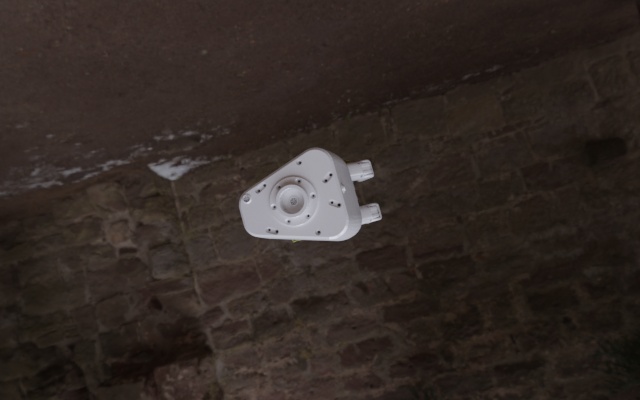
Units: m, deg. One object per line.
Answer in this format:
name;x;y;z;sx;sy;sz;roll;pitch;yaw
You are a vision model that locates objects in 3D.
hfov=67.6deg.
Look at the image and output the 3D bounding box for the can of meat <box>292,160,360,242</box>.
can of meat;0.000;0.002;0.624;0.102;0.084;0.057;-15;-5;6
